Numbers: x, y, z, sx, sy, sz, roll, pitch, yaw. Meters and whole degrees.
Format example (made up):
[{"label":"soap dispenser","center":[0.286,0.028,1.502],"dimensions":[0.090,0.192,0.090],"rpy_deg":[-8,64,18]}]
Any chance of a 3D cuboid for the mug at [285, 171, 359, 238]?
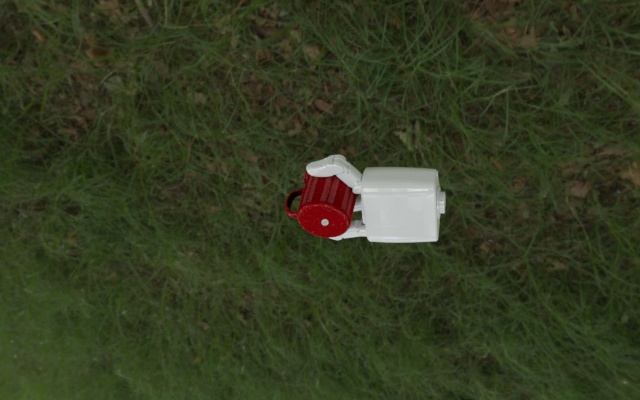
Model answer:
[{"label":"mug","center":[-0.001,0.003,0.731],"dimensions":[0.117,0.081,0.093],"rpy_deg":[-1,-42,18]}]
